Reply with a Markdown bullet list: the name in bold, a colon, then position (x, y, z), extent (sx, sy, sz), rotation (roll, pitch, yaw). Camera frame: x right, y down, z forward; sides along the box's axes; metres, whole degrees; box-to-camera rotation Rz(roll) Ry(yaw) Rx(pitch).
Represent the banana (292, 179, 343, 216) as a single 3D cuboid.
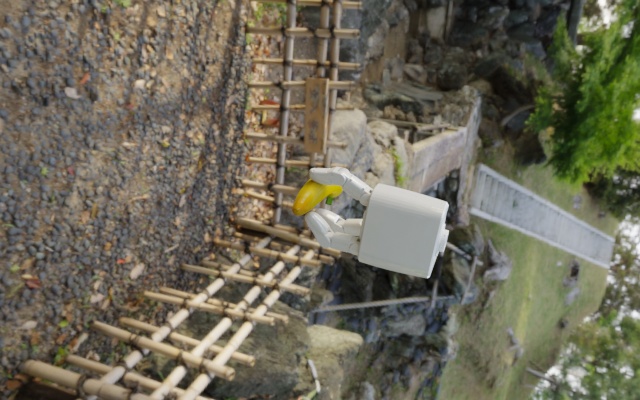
- **banana**: position (0.006, -0.016, 0.766), extent (0.037, 0.069, 0.198), rotation (18, 8, 16)
